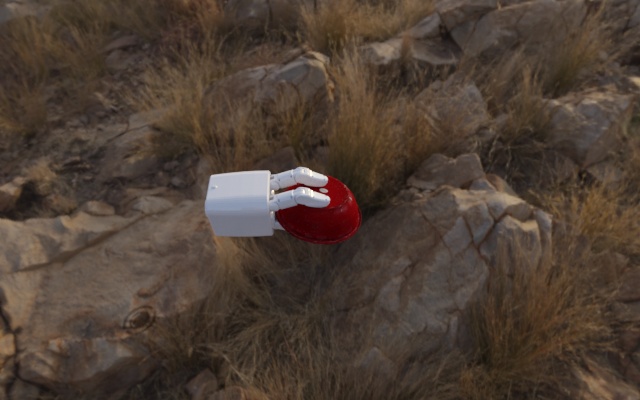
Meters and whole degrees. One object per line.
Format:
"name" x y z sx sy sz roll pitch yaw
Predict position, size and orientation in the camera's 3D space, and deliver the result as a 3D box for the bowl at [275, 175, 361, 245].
"bowl" 0.001 0.002 0.861 0.162 0.055 0.162 7 41 -6
